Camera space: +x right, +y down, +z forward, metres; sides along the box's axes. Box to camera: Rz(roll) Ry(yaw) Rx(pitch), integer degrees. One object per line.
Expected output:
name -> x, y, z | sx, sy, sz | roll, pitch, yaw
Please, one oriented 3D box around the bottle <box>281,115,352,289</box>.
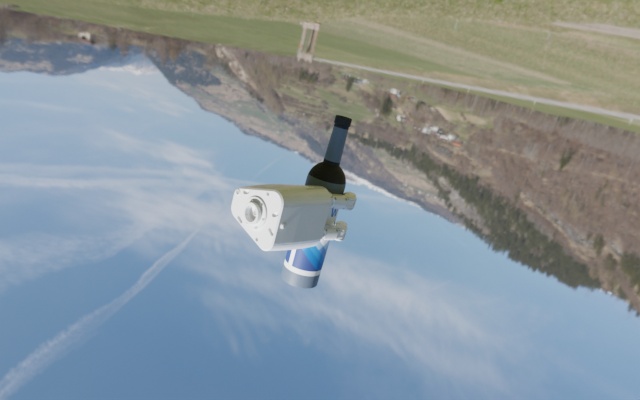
bottle -> 0.000, 0.003, 0.806 | 0.069, 0.296, 0.069 | 14, 15, -4
